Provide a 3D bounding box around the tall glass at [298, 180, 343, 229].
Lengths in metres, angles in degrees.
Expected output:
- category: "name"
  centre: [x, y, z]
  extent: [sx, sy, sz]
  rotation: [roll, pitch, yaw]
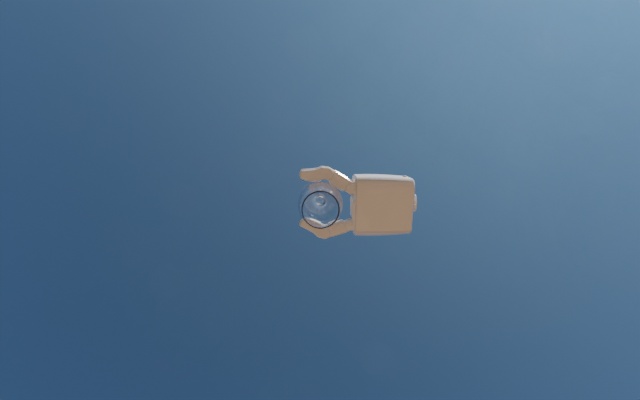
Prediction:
- category: "tall glass"
  centre: [0.000, 0.003, 0.863]
  extent: [0.079, 0.079, 0.201]
  rotation: [0, 7, 0]
